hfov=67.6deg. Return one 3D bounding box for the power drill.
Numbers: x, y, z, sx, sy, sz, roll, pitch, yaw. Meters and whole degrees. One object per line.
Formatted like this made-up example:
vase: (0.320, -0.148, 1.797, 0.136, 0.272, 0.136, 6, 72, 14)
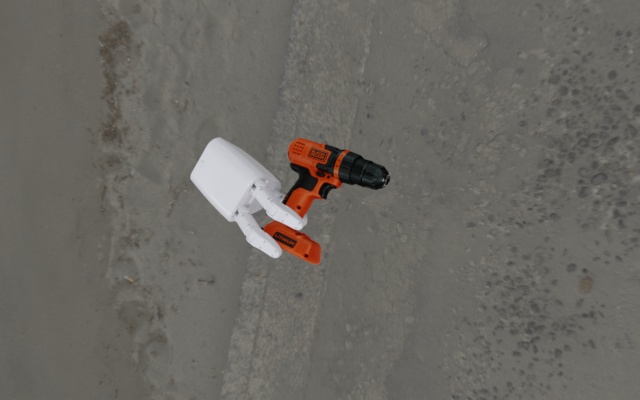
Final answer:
power drill: (0.000, 0.003, 0.763, 0.184, 0.187, 0.057, 21, -7, 31)
